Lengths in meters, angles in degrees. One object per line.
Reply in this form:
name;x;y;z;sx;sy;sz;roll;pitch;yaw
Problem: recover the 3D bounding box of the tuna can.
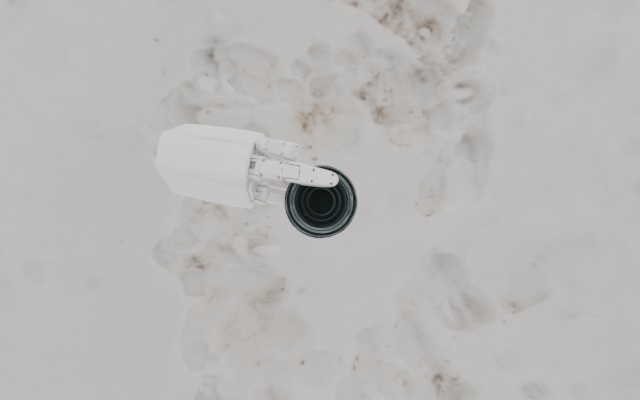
tuna can;0.000;0.002;0.562;0.086;0.086;0.034;0;-3;-3
